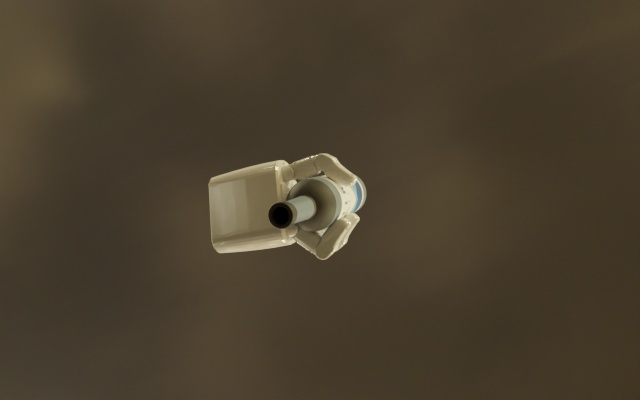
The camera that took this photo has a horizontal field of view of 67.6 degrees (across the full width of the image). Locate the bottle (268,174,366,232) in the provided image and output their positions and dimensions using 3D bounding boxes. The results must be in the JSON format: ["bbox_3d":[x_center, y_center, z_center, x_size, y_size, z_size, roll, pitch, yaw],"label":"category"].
[{"bbox_3d":[0.000,0.002,0.623,0.069,0.069,0.295,0,5,16],"label":"bottle"}]
